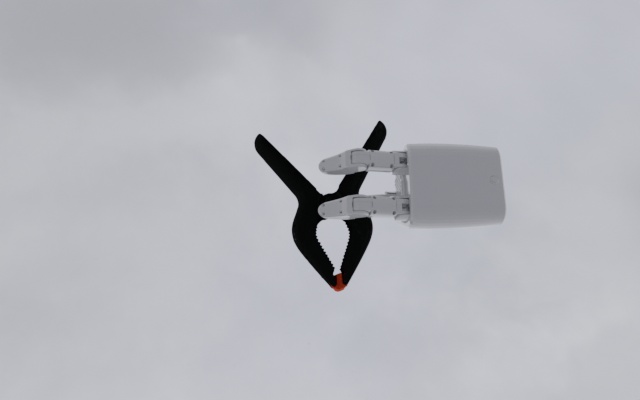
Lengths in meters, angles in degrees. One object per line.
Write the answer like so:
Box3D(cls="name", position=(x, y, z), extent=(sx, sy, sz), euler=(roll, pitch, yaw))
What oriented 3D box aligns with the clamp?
Box3D(cls="clamp", position=(0.000, 0.003, 0.571), extent=(0.164, 0.210, 0.036), euler=(0, -17, 1))
